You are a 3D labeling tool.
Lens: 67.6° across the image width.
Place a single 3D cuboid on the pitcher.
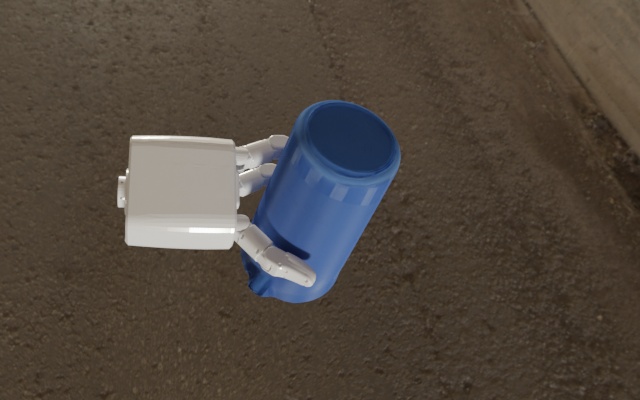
[{"bbox_3d":[0.000,0.002,0.546,0.145,0.149,0.243,4,-36,-18],"label":"pitcher"}]
